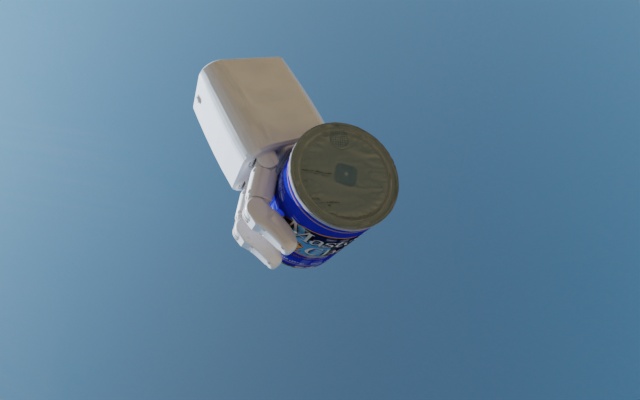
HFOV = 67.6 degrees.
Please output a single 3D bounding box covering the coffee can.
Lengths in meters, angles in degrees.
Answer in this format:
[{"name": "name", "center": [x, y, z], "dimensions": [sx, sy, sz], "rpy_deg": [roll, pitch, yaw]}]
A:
[{"name": "coffee can", "center": [0.000, 0.002, 0.475], "dimensions": [0.103, 0.102, 0.140], "rpy_deg": [0, -21, -21]}]
